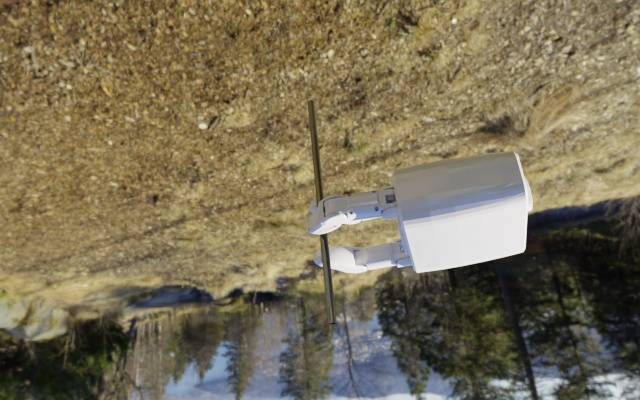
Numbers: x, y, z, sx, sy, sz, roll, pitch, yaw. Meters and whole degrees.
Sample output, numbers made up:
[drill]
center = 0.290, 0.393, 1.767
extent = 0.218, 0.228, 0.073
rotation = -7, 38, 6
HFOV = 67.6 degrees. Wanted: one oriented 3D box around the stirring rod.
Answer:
[stirring rod]
center = 0.000, 0.001, 0.479
extent = 0.011, 0.239, 0.011
rotation = -5, -23, -2
